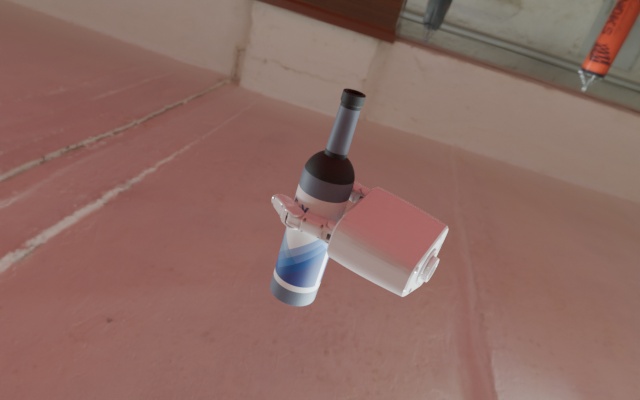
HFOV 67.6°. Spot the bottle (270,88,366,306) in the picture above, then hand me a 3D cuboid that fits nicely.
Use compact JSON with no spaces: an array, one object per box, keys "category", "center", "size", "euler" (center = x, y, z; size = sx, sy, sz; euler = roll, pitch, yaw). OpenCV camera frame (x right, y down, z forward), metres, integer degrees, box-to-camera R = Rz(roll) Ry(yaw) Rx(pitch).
[{"category":"bottle","center":[0.000,0.002,0.613],"size":[0.069,0.296,0.069],"euler":[14,26,-7]}]
